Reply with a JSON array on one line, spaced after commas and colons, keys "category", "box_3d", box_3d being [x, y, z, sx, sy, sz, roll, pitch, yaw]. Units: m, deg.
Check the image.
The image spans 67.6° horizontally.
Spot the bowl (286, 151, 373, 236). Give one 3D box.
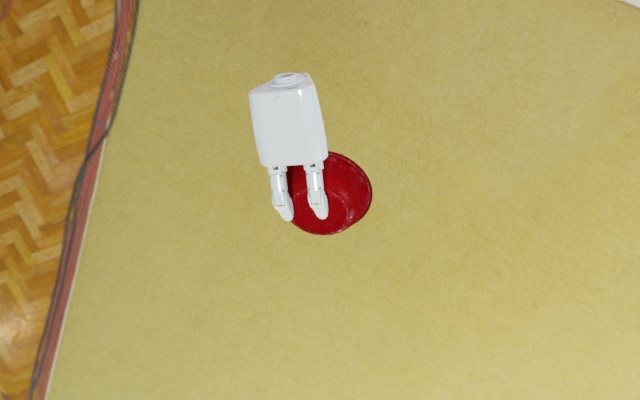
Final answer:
[{"category": "bowl", "box_3d": [0.001, 0.004, 0.754, 0.162, 0.162, 0.055, 0, 38, 10]}]
